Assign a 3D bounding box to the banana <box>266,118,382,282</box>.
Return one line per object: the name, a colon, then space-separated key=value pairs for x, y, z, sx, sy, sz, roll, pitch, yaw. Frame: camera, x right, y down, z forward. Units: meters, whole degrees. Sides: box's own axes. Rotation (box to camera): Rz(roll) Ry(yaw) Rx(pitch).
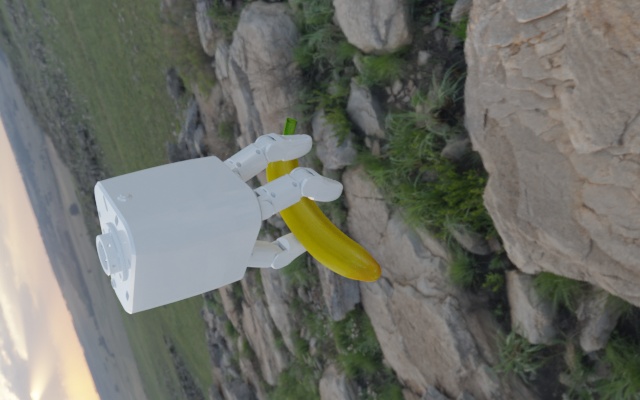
banana: x=-0.010 y=0.010 z=0.488 sx=0.037 sy=0.197 sz=0.070 roll=-11 pitch=-29 yaw=-40
